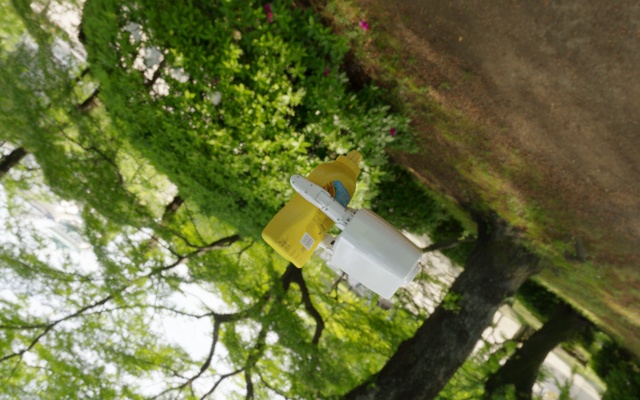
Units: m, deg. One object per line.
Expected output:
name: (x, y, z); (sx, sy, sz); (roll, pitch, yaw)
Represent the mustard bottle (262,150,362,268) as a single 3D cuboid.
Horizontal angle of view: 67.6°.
mustard bottle: (0.000, 0.002, 0.709); (0.058, 0.191, 0.096); (30, -14, 36)
